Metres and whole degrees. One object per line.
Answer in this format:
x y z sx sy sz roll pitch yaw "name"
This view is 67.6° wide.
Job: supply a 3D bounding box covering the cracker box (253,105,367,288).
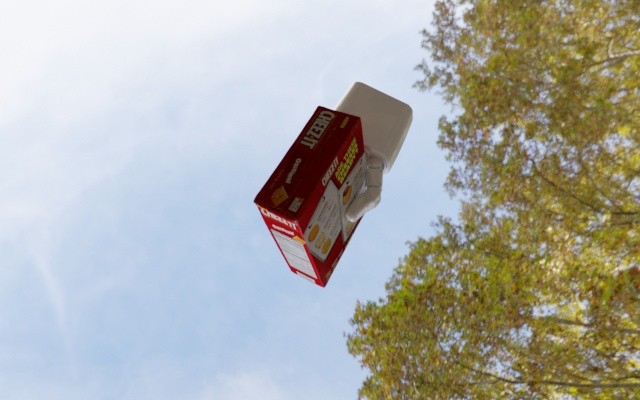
0.000 0.002 0.663 0.072 0.164 0.214 21 -25 22 "cracker box"
